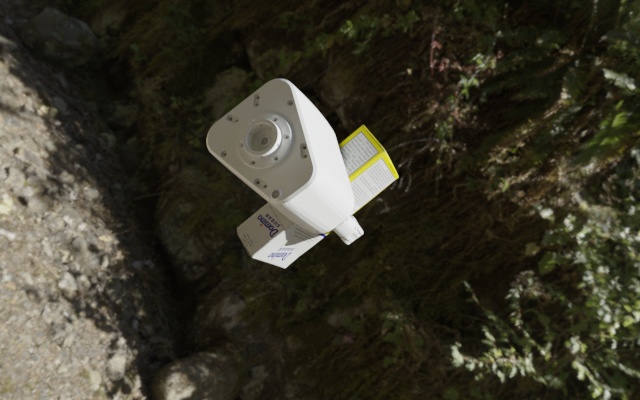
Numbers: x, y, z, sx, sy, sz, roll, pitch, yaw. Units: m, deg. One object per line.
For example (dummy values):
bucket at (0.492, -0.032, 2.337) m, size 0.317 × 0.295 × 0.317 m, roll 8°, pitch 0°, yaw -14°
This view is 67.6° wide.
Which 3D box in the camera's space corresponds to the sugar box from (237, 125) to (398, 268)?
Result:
sugar box at (0.000, 0.001, 0.529) m, size 0.176 × 0.048 × 0.093 m, roll -36°, pitch -23°, yaw 6°
